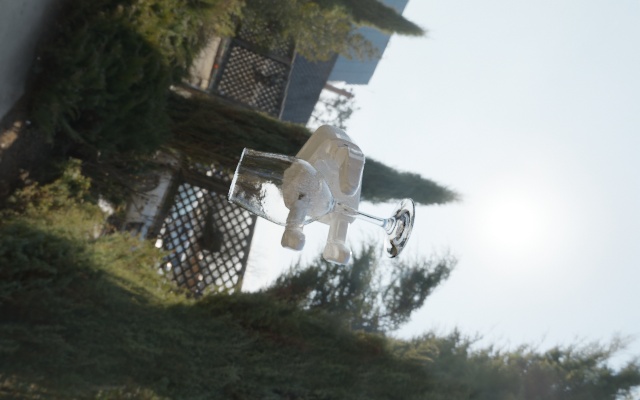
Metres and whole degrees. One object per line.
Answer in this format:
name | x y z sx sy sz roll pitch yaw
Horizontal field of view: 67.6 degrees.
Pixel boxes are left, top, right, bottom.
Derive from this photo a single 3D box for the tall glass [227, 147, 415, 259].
tall glass | 0.001 0.002 0.538 0.201 0.079 0.079 18 -4 -12
